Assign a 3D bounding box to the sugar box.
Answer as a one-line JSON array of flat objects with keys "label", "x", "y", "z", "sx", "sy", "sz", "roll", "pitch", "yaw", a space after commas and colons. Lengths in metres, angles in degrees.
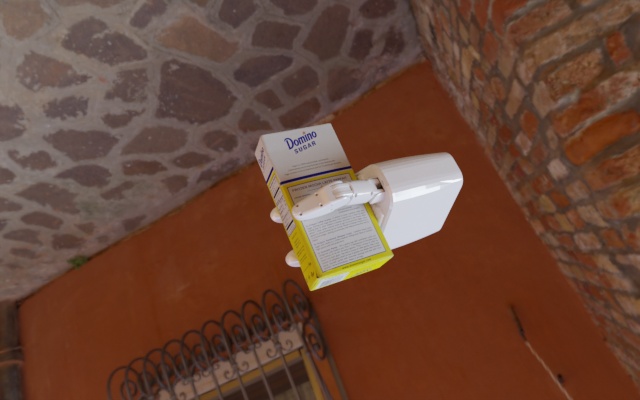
[{"label": "sugar box", "x": 0.000, "y": 0.002, "z": 0.535, "sx": 0.093, "sy": 0.176, "sz": 0.048, "roll": -14, "pitch": -24, "yaw": -25}]
